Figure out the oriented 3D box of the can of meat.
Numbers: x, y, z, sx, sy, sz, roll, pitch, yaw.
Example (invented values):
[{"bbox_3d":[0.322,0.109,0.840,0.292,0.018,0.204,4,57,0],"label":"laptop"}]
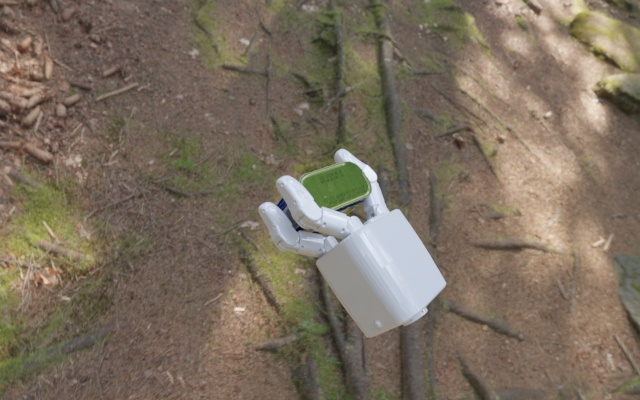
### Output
[{"bbox_3d":[0.000,0.002,0.567,0.102,0.057,0.084,-21,-14,-37],"label":"can of meat"}]
